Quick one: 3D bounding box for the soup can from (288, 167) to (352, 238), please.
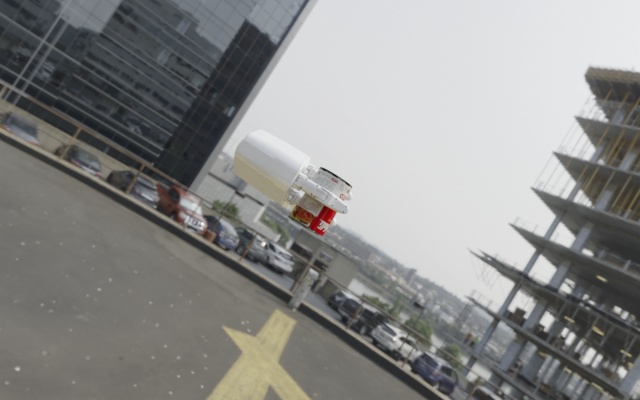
[{"bbox_3d":[0.001,0.003,0.811,0.068,0.102,0.068,32,-2,1],"label":"soup can"}]
